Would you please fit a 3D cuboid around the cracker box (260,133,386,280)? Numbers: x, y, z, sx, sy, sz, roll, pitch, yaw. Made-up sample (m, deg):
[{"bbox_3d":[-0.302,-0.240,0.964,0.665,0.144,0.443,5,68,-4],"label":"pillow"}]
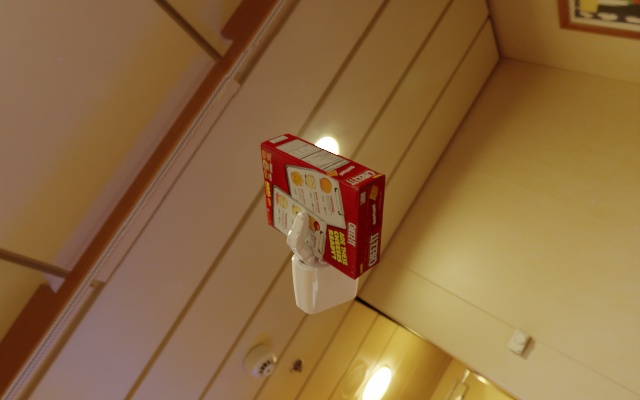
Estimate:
[{"bbox_3d":[0.000,0.003,0.766,0.072,0.164,0.213,-29,41,-36],"label":"cracker box"}]
